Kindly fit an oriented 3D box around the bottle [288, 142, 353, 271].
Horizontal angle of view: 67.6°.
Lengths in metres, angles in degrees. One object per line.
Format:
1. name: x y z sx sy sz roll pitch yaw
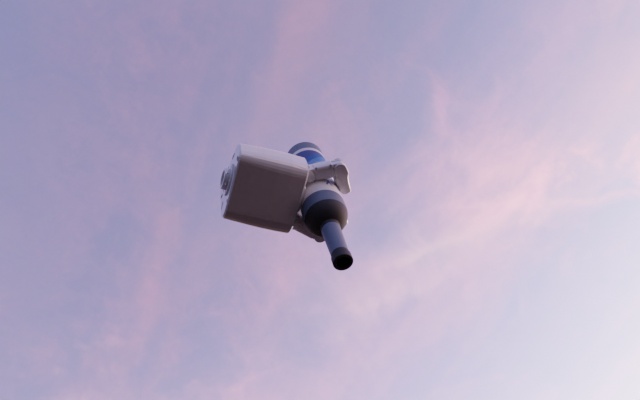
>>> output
1. bottle: 0.000 0.002 0.735 0.069 0.069 0.295 0 32 -14
